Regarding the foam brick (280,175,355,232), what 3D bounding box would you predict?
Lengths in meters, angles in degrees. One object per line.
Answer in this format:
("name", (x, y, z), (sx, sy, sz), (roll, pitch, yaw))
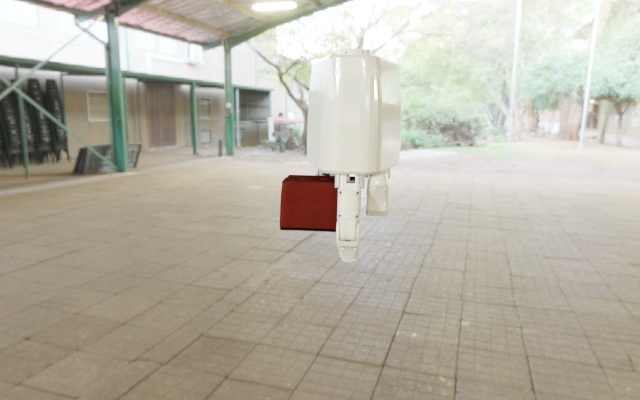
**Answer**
("foam brick", (0.000, 0.002, 0.499), (0.078, 0.051, 0.053), (2, 12, 5))
